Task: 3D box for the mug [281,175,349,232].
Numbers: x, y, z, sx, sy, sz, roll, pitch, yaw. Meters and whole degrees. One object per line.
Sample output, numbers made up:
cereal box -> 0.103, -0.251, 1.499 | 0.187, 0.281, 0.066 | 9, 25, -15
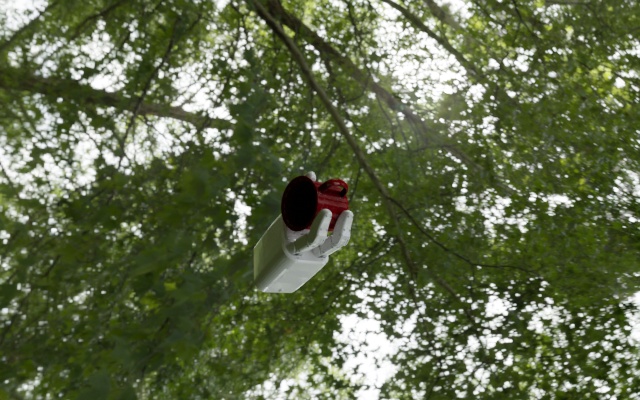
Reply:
mug -> 0.001, 0.002, 0.804 | 0.081, 0.093, 0.117 | 10, -44, -43
